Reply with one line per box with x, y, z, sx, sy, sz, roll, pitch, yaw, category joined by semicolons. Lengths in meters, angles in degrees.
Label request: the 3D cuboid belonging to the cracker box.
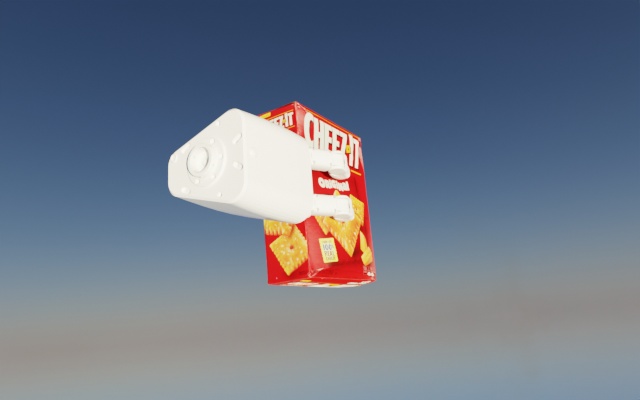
0.000;0.002;0.620;0.072;0.213;0.164;-14;-17;31;cracker box
